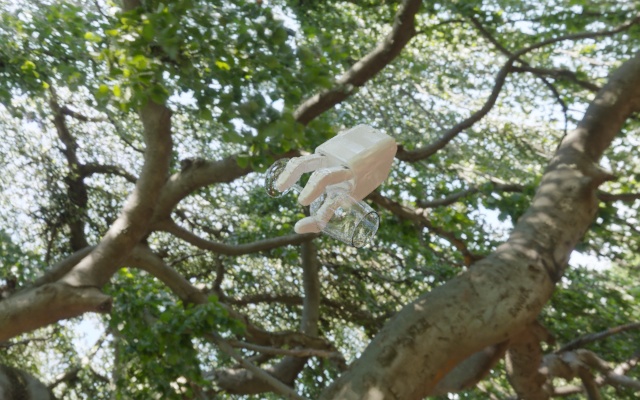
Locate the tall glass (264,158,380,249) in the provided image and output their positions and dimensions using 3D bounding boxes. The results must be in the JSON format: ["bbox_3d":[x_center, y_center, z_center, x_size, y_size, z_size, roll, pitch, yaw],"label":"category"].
[{"bbox_3d":[0.000,0.002,0.766,0.201,0.079,0.079,32,20,37],"label":"tall glass"}]
